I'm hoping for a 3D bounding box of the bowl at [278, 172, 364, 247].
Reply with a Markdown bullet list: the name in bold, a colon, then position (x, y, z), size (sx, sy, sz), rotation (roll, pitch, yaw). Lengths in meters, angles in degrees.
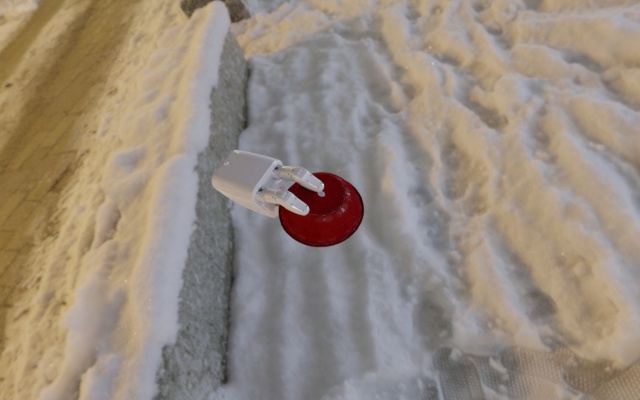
- **bowl**: position (0.001, 0.003, 0.875), size (0.162, 0.162, 0.055), rotation (0, -33, 3)
